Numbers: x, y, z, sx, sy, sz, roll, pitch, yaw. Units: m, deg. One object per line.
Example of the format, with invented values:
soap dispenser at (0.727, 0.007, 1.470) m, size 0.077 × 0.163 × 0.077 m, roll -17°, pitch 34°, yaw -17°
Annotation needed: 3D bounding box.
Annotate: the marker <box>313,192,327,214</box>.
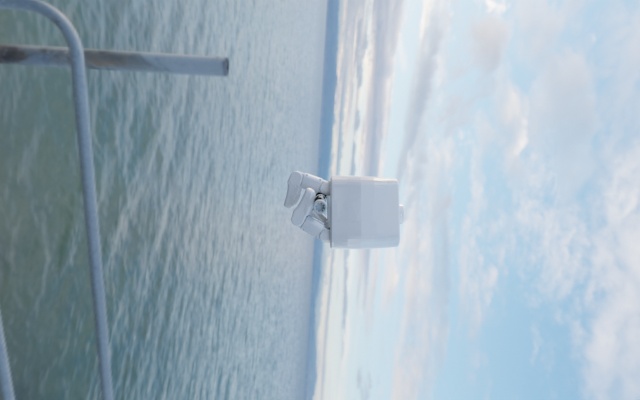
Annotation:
marker at (0.000, 0.002, 0.702) m, size 0.020 × 0.020 × 0.121 m, roll 0°, pitch 7°, yaw 1°
